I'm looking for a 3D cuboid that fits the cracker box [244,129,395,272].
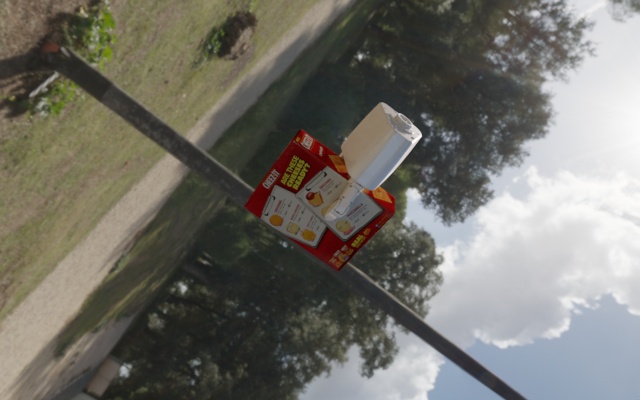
[{"bbox_3d":[0.000,0.003,0.852,0.214,0.164,0.072,35,27,-9],"label":"cracker box"}]
